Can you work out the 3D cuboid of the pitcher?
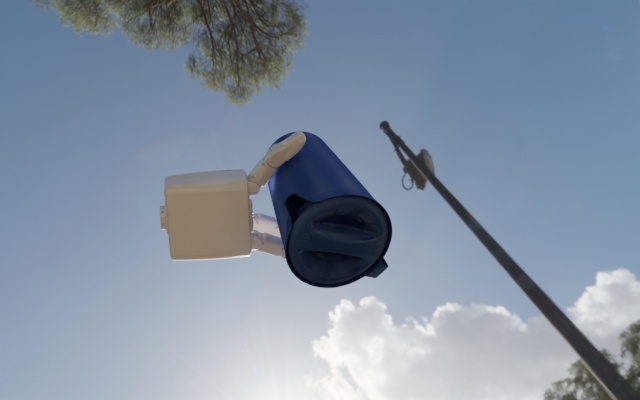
[{"bbox_3d":[0.000,0.002,0.663,0.145,0.149,0.242,-7,31,-13],"label":"pitcher"}]
